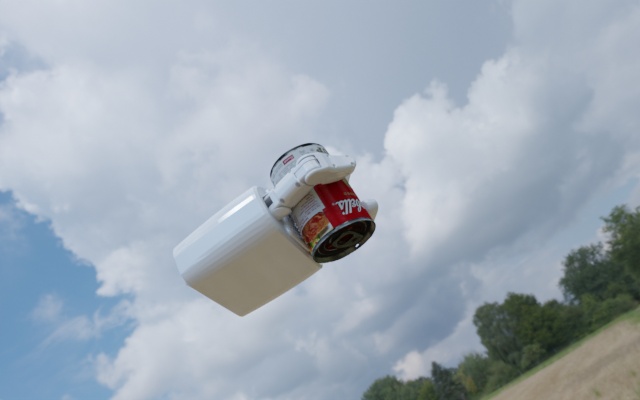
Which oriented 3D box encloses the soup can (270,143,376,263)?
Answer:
[{"bbox_3d":[0.000,0.001,0.473,0.068,0.102,0.068,-24,-29,-14],"label":"soup can"}]
